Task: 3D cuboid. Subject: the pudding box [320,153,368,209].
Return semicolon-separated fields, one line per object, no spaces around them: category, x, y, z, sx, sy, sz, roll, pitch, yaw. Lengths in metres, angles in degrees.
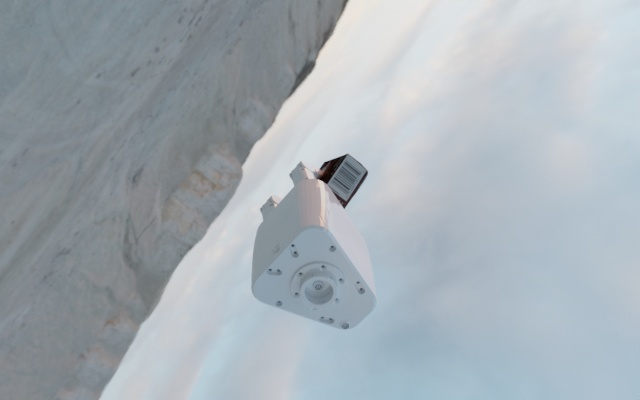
pudding box;0.000;0.002;0.575;0.039;0.113;0.090;39;-12;-13
